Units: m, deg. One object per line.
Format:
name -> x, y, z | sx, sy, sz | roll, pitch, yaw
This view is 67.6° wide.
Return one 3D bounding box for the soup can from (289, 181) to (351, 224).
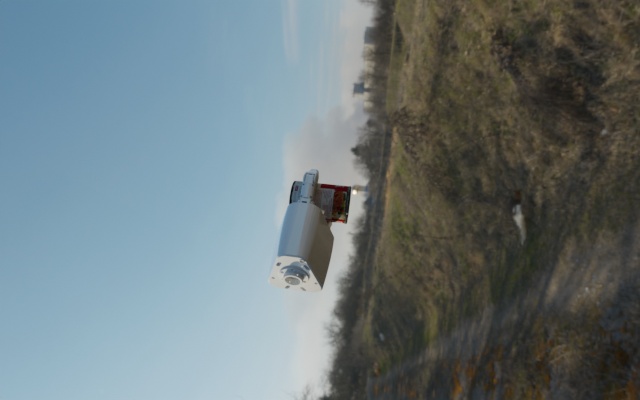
soup can -> 0.000, 0.002, 0.850 | 0.102, 0.068, 0.068 | 6, 1, 7
